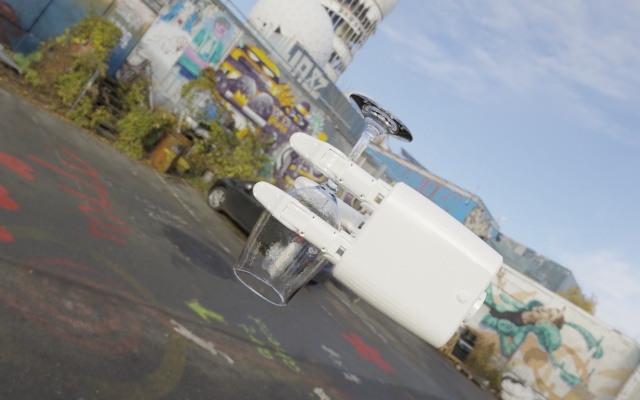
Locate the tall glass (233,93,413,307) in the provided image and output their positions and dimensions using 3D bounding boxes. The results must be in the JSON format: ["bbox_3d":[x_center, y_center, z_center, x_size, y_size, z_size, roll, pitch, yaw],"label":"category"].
[{"bbox_3d":[0.000,0.001,0.454,0.079,0.201,0.079,36,-1,1],"label":"tall glass"}]
